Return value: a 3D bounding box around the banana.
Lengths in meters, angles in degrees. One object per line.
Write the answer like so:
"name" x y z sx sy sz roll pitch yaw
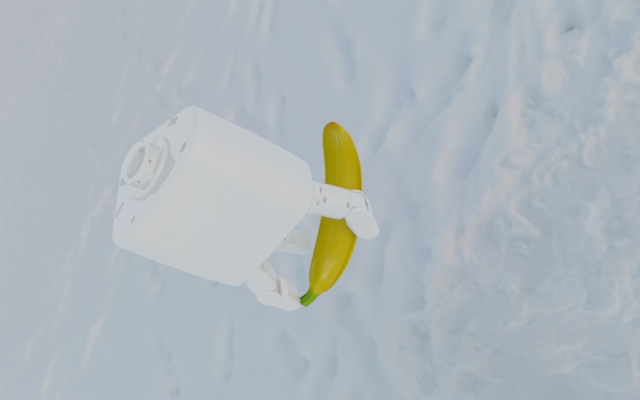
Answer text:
"banana" 0.012 0.002 0.467 0.037 0.197 0.069 25 -24 -38
